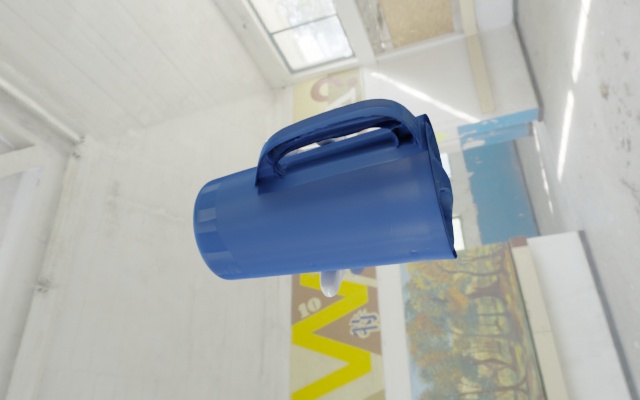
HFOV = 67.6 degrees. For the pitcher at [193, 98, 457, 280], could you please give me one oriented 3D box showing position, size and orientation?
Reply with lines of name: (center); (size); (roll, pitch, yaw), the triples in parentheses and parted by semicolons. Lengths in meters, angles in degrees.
pitcher: (0.000, 0.002, 0.460); (0.243, 0.149, 0.145); (-12, 2, 18)
